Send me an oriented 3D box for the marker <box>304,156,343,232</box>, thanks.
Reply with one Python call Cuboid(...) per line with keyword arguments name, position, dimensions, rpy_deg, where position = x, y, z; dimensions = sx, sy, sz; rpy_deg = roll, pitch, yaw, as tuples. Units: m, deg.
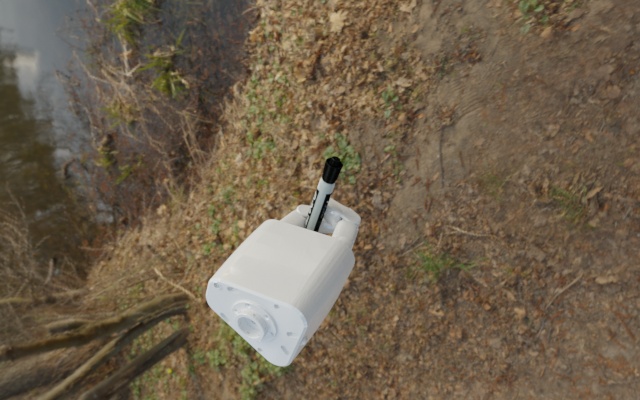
Cuboid(name="marker", position=(0.000, 0.002, 0.530), dimensions=(0.020, 0.121, 0.020), rpy_deg=(12, 38, -10))
